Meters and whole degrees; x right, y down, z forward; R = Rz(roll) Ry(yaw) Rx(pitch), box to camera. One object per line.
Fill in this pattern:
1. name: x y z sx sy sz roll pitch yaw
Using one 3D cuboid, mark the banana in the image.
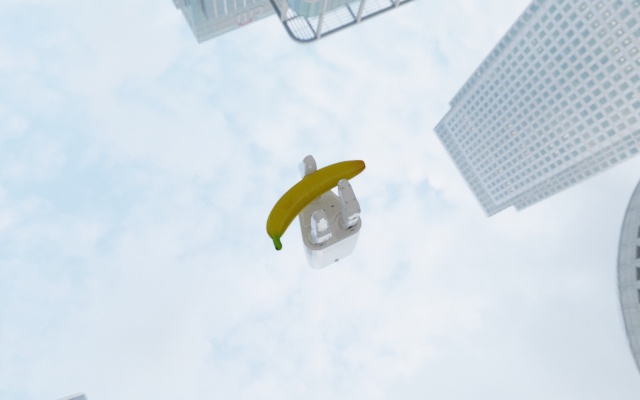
1. banana: -0.016 -0.004 0.701 0.069 0.197 0.037 31 -28 29
